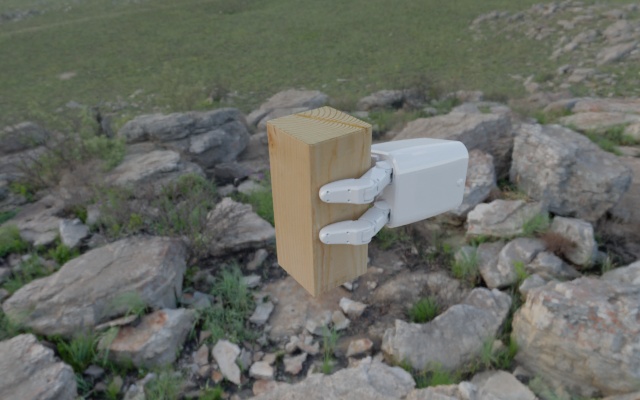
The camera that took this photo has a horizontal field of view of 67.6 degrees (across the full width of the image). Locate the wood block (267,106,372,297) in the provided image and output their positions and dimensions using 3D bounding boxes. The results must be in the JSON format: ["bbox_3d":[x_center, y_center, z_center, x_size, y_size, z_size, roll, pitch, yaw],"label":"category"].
[{"bbox_3d":[0.000,0.002,0.591,0.090,0.206,0.090,-20,35,-29],"label":"wood block"}]
